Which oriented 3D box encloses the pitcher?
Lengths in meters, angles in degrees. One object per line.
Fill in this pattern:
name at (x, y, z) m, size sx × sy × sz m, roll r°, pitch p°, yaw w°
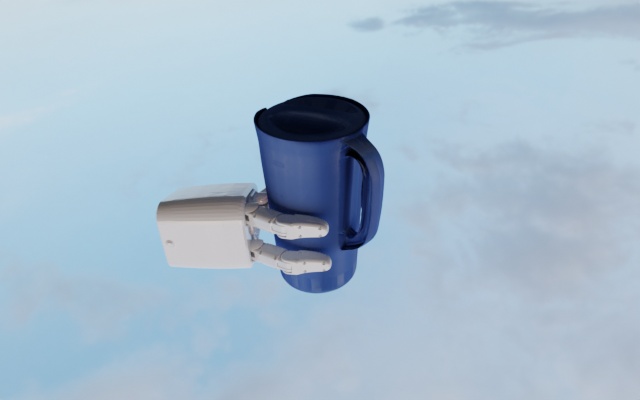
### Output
pitcher at (0.000, 0.002, 0.600) m, size 0.145 × 0.243 × 0.149 m, roll -1°, pitch 34°, yaw 3°
